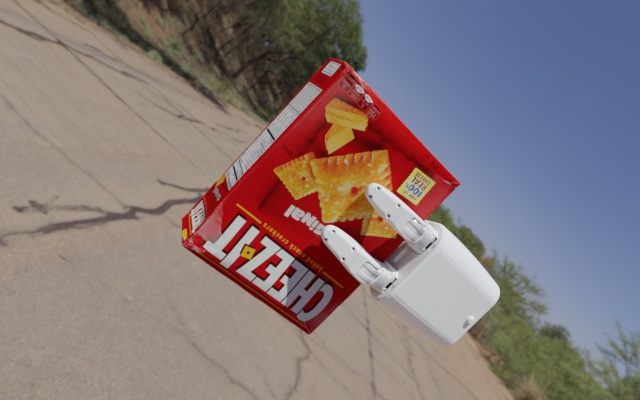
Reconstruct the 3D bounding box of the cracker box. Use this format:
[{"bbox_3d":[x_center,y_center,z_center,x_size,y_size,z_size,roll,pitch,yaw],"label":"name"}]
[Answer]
[{"bbox_3d":[0.000,0.001,0.458,0.164,0.214,0.072,41,6,-24],"label":"cracker box"}]
